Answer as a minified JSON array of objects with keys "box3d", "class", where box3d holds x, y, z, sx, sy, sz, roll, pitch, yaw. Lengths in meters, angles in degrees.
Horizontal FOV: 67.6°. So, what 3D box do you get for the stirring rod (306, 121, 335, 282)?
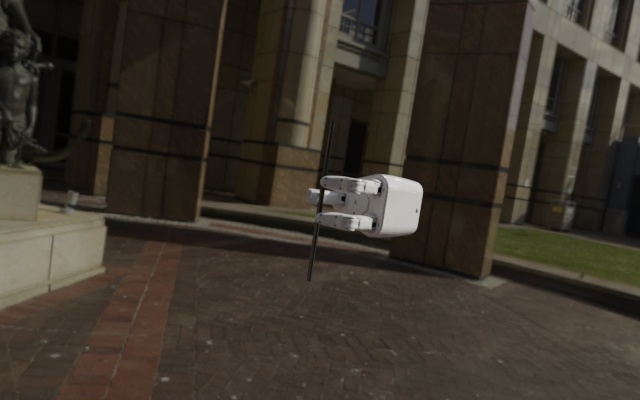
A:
[{"box3d":[0.000,0.002,0.710,0.011,0.239,0.011,8,5,-1],"class":"stirring rod"}]
